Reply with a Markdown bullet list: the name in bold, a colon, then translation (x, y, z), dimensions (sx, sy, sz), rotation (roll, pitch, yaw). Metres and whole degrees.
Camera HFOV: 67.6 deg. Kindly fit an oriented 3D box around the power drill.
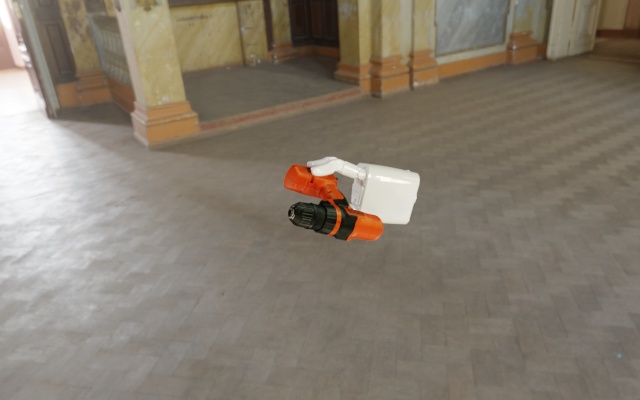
- **power drill**: translation (0.000, 0.003, 0.855), dimensions (0.184, 0.057, 0.187), rotation (14, 24, -33)
